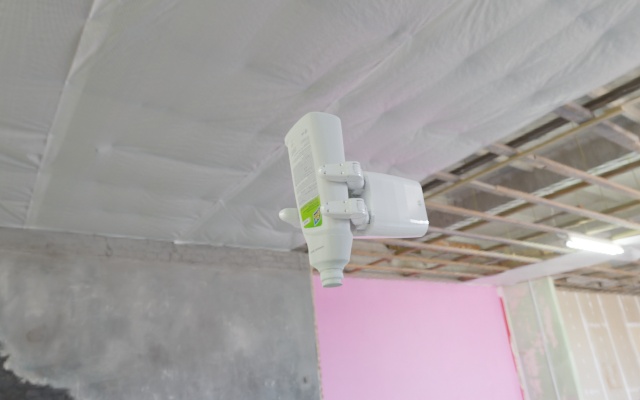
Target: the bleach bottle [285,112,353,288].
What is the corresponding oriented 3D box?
[{"bbox_3d":[0.000,0.002,0.697,0.068,0.250,0.103,6,-24,-27],"label":"bleach bottle"}]
